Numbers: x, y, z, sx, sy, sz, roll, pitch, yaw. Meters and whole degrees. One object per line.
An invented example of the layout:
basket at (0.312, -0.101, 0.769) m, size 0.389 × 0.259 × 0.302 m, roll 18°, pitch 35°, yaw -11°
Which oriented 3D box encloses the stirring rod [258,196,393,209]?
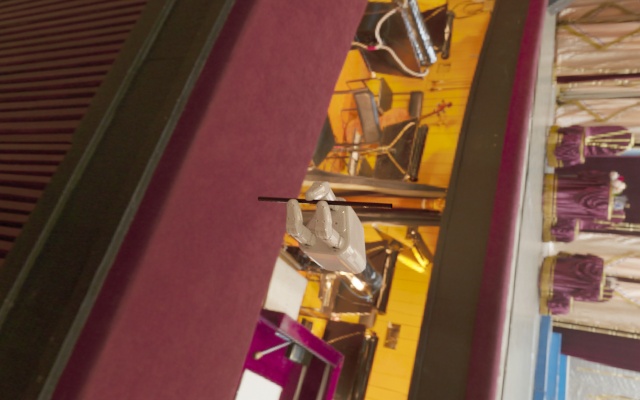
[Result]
stirring rod at (0.000, 0.003, 0.769) m, size 0.239 × 0.011 × 0.011 m, roll 3°, pitch 1°, yaw 28°
